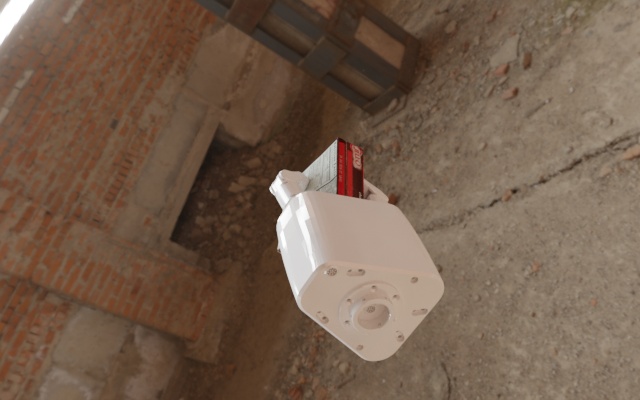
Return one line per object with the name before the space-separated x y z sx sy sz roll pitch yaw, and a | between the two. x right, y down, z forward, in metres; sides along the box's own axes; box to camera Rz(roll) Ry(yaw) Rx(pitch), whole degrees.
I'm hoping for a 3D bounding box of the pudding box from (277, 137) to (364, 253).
pudding box | 0.000 0.002 0.502 0.039 0.090 0.113 26 -42 -26
